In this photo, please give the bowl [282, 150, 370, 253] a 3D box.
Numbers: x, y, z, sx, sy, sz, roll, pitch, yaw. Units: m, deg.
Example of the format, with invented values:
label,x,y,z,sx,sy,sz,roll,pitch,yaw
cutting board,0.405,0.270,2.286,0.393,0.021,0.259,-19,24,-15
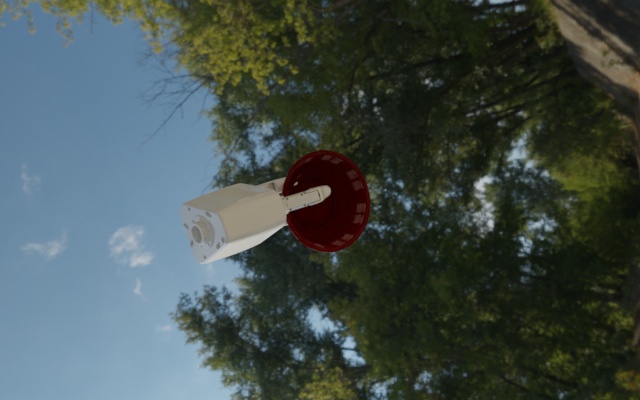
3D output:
label,x,y,z,sx,sy,sz,roll,pitch,yaw
bowl,0.001,0.003,0.772,0.162,0.162,0.055,0,-4,-30
